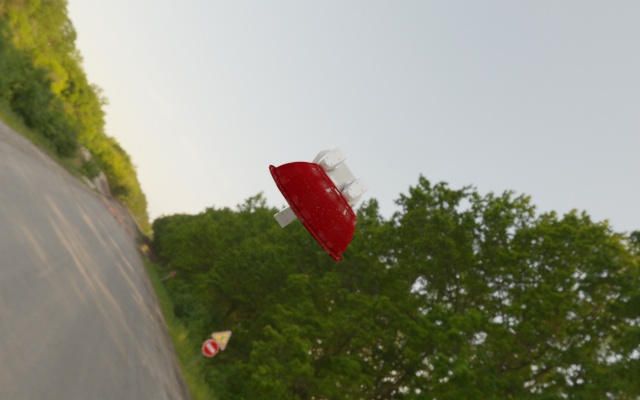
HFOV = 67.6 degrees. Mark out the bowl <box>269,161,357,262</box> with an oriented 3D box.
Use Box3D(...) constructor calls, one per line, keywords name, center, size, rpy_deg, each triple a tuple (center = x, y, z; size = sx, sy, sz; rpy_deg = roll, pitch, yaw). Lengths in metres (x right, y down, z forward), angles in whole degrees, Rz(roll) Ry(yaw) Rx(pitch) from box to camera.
Box3D(name="bowl", center=(0.001, 0.002, 0.641), size=(0.055, 0.162, 0.162), rpy_deg=(-36, -4, 5))
